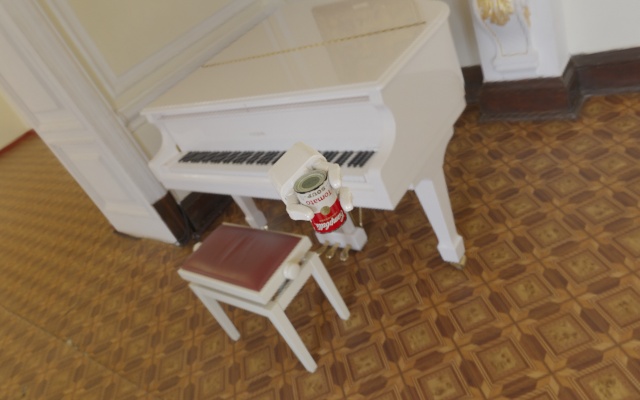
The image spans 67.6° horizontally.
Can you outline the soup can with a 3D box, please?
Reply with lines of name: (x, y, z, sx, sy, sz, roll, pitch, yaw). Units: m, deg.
soup can: (0.000, 0.003, 0.882, 0.068, 0.102, 0.068, -19, 32, 12)
